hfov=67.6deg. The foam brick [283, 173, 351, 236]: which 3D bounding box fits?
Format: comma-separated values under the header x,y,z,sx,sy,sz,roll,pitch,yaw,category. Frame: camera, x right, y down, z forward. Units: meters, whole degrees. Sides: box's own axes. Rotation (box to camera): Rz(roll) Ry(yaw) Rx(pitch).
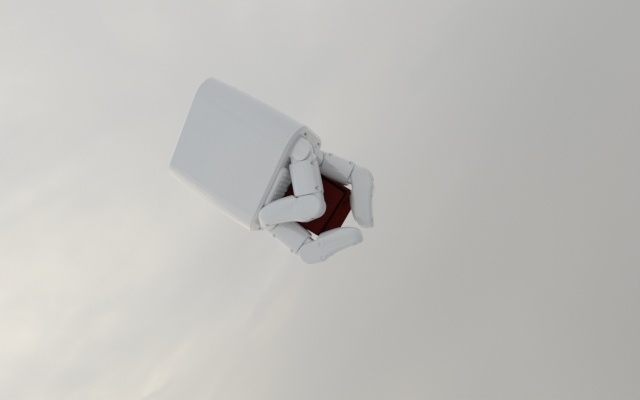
x,y,z,sx,sy,sz,roll,pitch,yaw,category
0.000,0.002,0.481,0.051,0.053,0.078,31,4,12,foam brick
